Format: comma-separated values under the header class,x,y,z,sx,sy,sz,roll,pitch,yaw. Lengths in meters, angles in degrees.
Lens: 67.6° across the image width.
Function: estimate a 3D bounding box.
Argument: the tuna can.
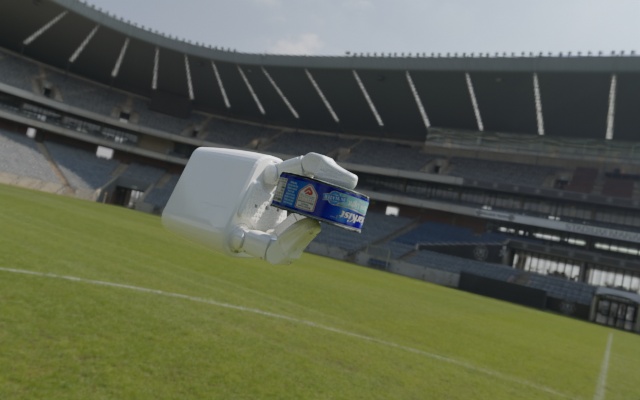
class,x,y,z,sx,sy,sz,roll,pitch,yaw
tuna can,0.000,0.001,0.433,0.086,0.034,0.086,17,-1,0
